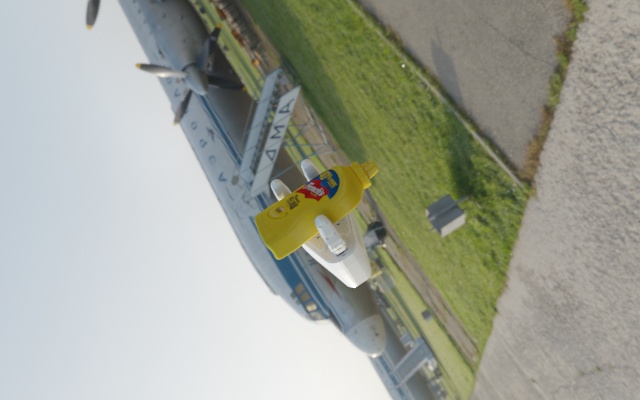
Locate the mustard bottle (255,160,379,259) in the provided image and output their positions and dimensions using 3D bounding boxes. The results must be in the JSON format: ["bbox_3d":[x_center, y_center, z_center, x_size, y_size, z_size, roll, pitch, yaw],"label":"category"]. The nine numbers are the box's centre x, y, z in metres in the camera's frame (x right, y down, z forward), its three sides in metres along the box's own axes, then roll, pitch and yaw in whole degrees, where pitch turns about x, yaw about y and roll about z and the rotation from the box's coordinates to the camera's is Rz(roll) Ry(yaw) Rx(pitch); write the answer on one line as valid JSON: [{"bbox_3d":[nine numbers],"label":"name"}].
[{"bbox_3d":[0.000,0.002,0.689,0.191,0.058,0.096,-33,28,-1],"label":"mustard bottle"}]
